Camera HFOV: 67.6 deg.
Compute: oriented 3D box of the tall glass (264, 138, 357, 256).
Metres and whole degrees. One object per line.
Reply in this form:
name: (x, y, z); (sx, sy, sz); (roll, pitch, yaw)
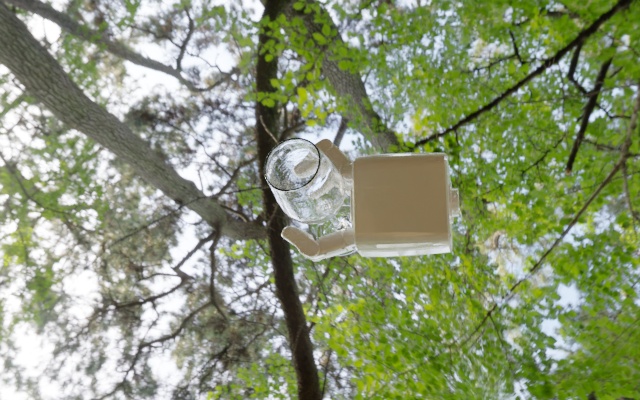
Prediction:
tall glass: (0.000, 0.002, 0.570); (0.079, 0.079, 0.201); (0, -23, 19)
